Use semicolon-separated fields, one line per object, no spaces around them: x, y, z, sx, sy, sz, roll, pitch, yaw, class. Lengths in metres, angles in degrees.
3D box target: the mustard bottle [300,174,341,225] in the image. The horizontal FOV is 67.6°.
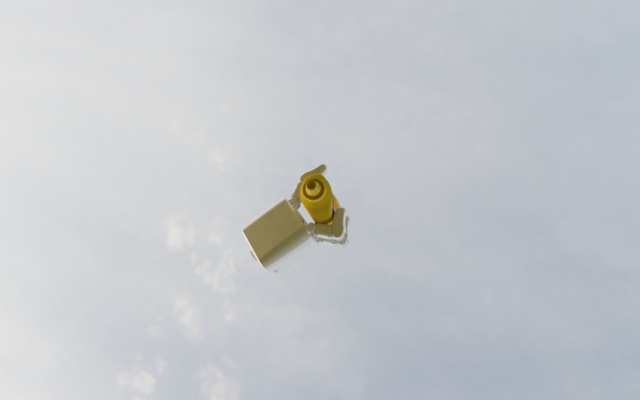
0.001;0.003;0.893;0.058;0.096;0.192;-12;-19;7;mustard bottle
